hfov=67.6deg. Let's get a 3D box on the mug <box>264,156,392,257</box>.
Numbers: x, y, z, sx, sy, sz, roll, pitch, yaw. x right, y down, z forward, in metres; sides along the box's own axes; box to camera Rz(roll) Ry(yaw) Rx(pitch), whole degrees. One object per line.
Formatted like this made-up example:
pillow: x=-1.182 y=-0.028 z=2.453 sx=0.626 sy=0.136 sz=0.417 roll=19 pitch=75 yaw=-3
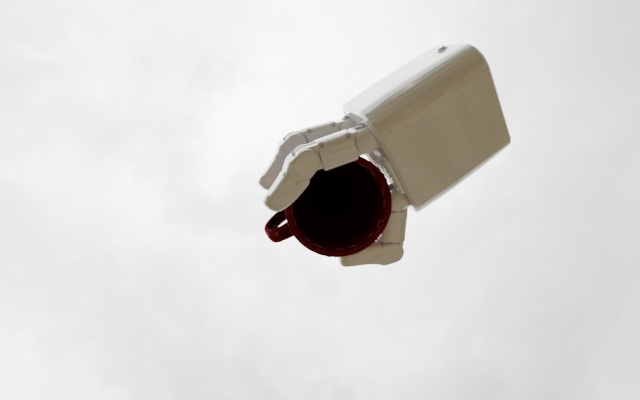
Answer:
mug: x=-0.001 y=0.002 z=0.445 sx=0.117 sy=0.093 sz=0.081 roll=-33 pitch=18 yaw=1
